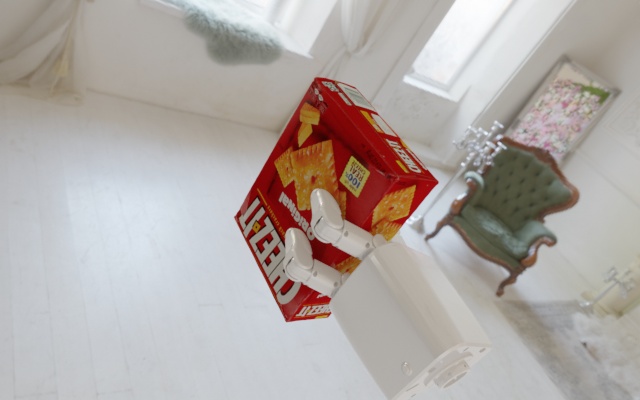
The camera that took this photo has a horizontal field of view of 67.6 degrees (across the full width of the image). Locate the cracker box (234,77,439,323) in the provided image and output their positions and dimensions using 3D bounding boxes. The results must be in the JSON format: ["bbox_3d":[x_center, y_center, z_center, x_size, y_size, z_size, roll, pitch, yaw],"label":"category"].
[{"bbox_3d":[0.000,0.002,0.518,0.072,0.214,0.164,5,41,-42],"label":"cracker box"}]
